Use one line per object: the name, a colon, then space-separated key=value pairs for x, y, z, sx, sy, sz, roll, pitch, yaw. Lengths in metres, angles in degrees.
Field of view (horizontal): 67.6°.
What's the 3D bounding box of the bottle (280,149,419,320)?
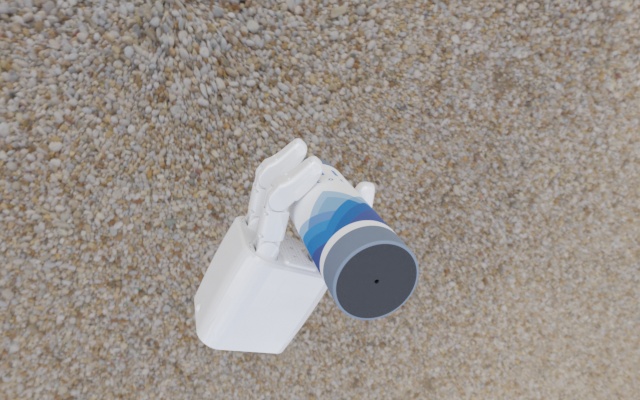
bottle: x=0.000 y=0.002 z=0.469 sx=0.069 sy=0.069 sz=0.295 roll=0 pitch=23 yaw=-17
